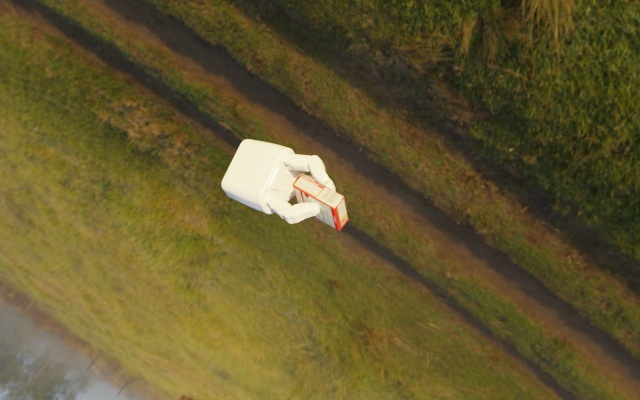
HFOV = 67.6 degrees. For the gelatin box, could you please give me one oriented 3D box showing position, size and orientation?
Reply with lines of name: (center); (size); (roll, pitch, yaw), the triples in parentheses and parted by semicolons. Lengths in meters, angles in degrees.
gelatin box: (0.000, 0.003, 0.787); (0.089, 0.030, 0.073); (29, -23, 25)
